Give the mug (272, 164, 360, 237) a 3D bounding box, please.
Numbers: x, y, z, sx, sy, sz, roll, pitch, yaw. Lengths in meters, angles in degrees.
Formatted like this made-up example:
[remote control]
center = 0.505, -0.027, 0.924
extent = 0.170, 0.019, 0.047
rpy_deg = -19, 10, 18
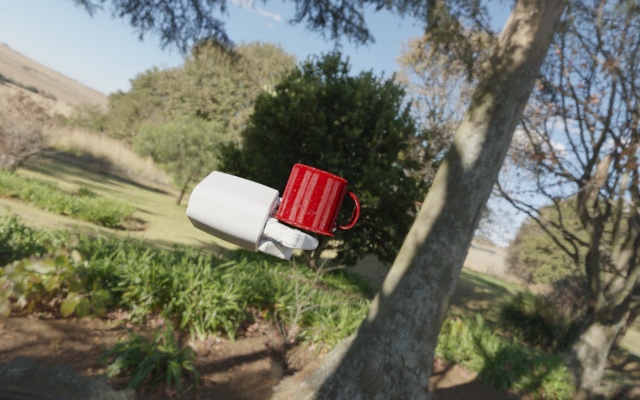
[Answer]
[mug]
center = 0.002, 0.002, 0.675
extent = 0.117, 0.081, 0.093
rpy_deg = 19, 0, -5
